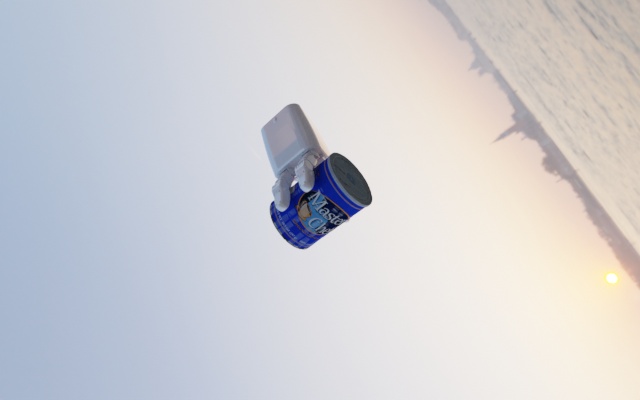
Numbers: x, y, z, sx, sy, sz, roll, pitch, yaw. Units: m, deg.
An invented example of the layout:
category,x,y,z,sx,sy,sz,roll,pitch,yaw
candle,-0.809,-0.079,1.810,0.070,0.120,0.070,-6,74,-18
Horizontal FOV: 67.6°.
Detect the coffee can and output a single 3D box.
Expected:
category,x,y,z,sx,sy,sz,roll,pitch,yaw
coffee can,0.000,0.003,0.790,0.140,0.102,0.103,-37,-18,25
